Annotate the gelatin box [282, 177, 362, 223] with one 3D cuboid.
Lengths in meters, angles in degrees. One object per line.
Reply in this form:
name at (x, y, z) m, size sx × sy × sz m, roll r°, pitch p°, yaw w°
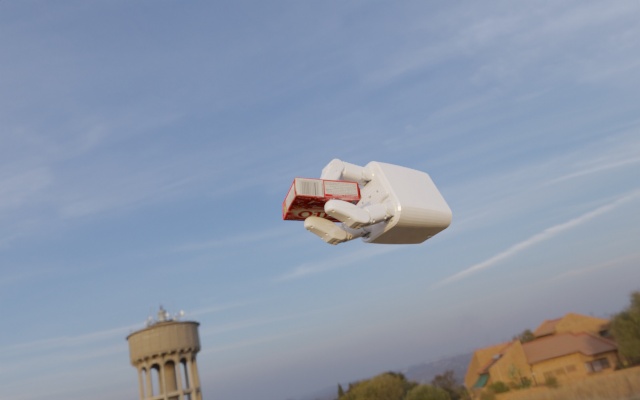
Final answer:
gelatin box at (0.000, 0.002, 0.635) m, size 0.089 × 0.030 × 0.073 m, roll 4°, pitch -28°, yaw -17°
